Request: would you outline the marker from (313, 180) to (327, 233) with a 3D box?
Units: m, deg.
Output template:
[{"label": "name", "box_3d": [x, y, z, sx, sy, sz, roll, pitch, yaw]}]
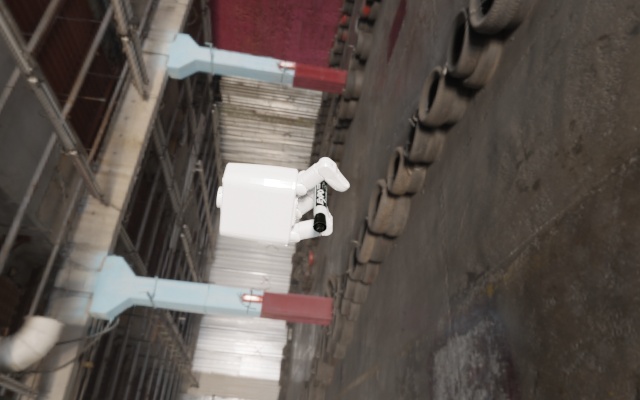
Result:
[{"label": "marker", "box_3d": [0.000, 0.002, 0.671, 0.020, 0.020, 0.121, 0, 38, 1]}]
